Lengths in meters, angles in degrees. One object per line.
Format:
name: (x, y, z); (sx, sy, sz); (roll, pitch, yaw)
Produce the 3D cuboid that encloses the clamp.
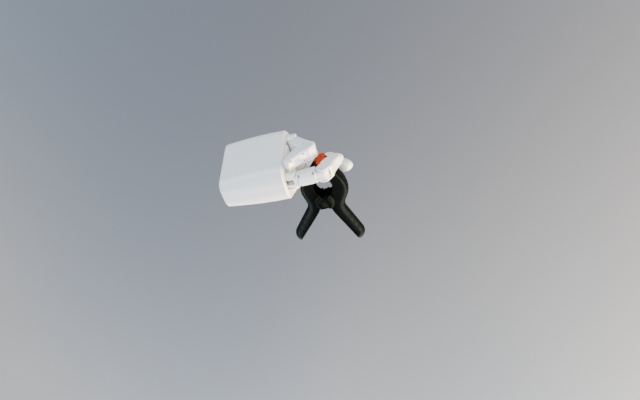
clamp: (0.000, 0.003, 0.800); (0.120, 0.172, 0.039); (-13, 32, 8)
